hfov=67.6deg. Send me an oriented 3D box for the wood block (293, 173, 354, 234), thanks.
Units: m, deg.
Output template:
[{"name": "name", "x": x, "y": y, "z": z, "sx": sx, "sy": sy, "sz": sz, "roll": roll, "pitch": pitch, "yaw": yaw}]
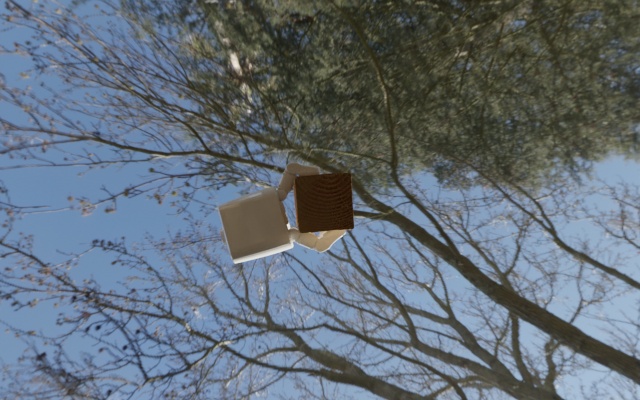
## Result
[{"name": "wood block", "x": 0.000, "y": 0.002, "z": 0.838, "sx": 0.090, "sy": 0.091, "sz": 0.206, "roll": -5, "pitch": 1, "yaw": -4}]
